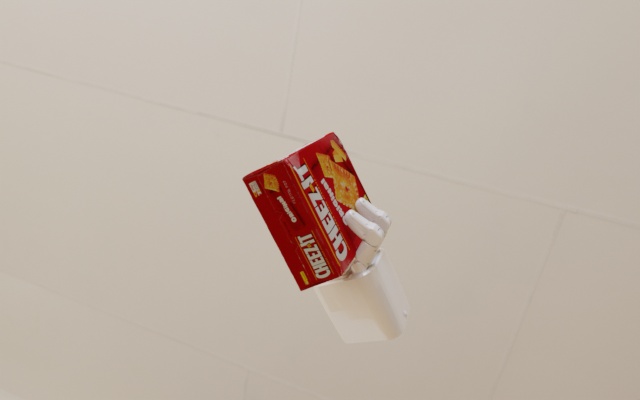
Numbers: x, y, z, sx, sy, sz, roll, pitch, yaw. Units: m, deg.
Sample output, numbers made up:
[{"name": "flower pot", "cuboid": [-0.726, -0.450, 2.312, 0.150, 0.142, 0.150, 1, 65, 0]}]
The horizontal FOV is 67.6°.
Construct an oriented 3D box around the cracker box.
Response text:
[{"name": "cracker box", "cuboid": [0.000, 0.002, 0.676, 0.072, 0.164, 0.213, -24, 8, 24]}]
